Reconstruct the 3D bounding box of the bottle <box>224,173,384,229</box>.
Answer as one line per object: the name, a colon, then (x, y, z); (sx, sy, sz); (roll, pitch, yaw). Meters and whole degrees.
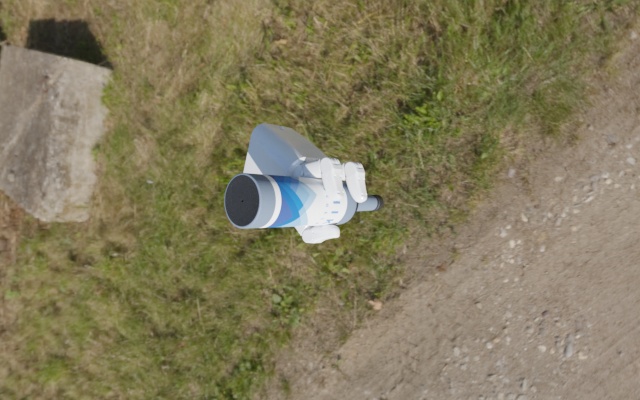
bottle: (0.000, 0.002, 0.681); (0.069, 0.069, 0.296); (0, -1, 40)
